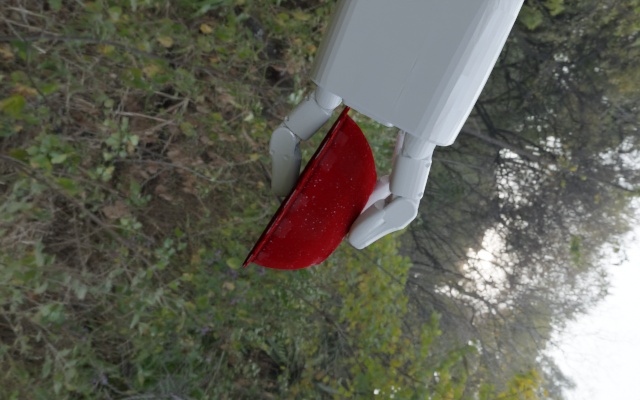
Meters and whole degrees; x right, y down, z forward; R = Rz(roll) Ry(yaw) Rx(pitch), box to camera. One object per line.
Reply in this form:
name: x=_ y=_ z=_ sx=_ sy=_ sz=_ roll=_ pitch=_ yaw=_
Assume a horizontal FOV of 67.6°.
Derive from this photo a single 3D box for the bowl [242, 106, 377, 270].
bowl: x=0.000 y=0.002 z=0.407 sx=0.055 sy=0.162 sz=0.162 roll=34 pitch=-3 yaw=-5
